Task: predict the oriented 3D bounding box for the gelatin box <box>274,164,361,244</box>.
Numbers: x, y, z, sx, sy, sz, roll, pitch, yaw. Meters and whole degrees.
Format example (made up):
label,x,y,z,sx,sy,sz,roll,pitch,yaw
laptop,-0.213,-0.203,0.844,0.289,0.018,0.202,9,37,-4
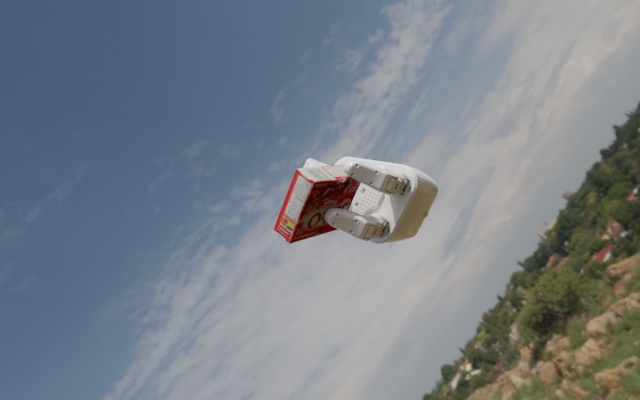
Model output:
label,x,y,z,sx,sy,sz,roll,pitch,yaw
gelatin box,0.000,0.001,0.502,0.030,0.073,0.089,37,28,29
